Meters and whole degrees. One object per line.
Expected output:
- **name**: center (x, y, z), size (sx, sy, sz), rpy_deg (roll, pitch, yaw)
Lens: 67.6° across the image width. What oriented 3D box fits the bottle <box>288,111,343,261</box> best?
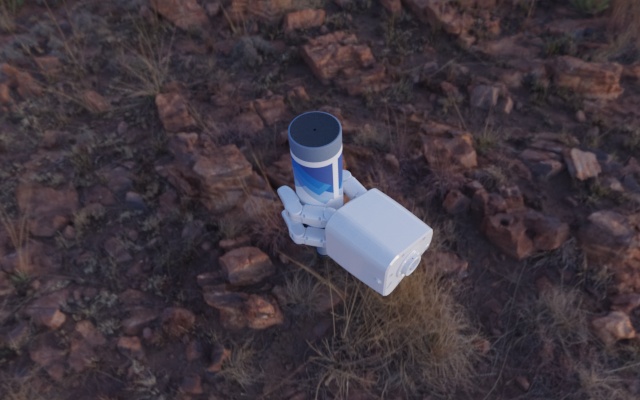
- **bottle**: center (0.000, 0.002, 0.702), size (0.069, 0.069, 0.296), rpy_deg (0, -37, 4)
